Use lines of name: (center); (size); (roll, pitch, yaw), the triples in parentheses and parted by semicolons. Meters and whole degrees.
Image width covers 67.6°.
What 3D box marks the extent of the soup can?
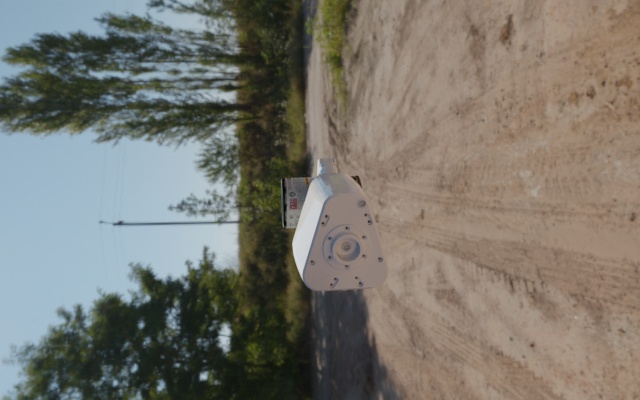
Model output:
soup can: (0.000, 0.002, 0.633); (0.102, 0.068, 0.068); (-2, 0, -6)
